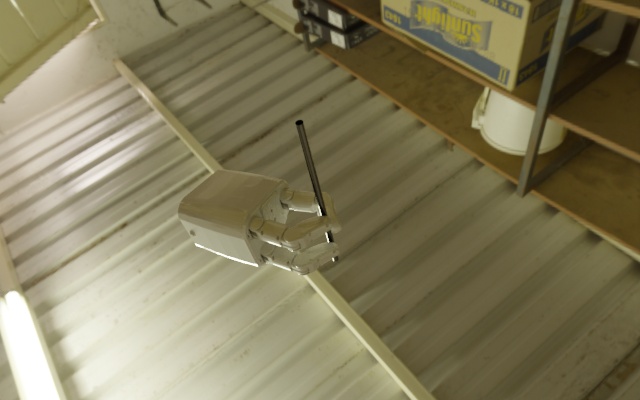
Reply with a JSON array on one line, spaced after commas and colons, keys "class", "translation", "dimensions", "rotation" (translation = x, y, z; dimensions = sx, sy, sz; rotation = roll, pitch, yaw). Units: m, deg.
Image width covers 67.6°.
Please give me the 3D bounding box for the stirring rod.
[{"class": "stirring rod", "translation": [0.000, 0.002, 0.549], "dimensions": [0.011, 0.011, 0.240], "rotation": [0, -40, 13]}]
